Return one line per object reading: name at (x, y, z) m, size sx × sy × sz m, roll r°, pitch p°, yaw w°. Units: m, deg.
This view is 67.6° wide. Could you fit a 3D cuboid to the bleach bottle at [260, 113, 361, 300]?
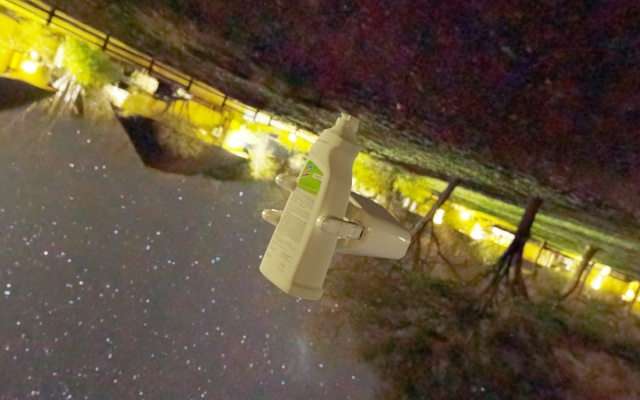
bleach bottle at (0.000, 0.002, 0.664) m, size 0.068 × 0.251 × 0.102 m, roll 19°, pitch 5°, yaw -41°
